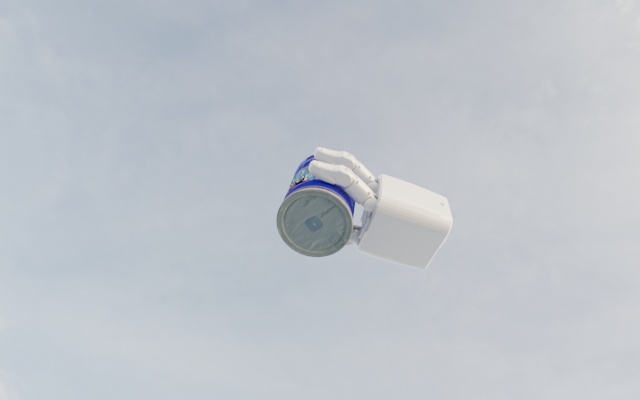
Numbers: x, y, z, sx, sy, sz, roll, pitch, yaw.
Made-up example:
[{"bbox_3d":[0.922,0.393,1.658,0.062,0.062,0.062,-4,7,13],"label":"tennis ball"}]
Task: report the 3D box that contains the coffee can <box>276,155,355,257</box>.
[{"bbox_3d":[0.000,0.002,0.694,0.103,0.103,0.140,0,26,8],"label":"coffee can"}]
